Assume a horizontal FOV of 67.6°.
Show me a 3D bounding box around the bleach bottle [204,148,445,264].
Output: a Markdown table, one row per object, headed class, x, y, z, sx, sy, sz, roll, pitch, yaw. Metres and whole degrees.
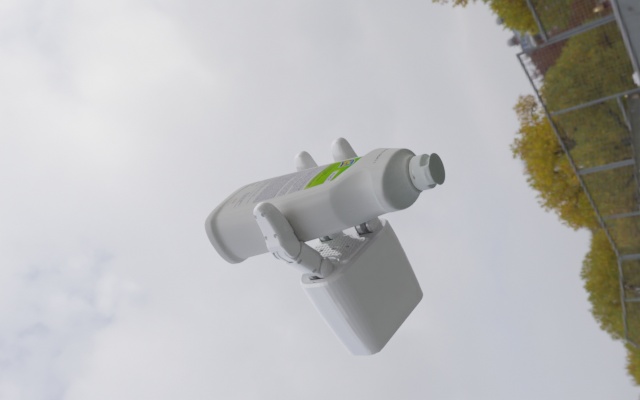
| class | x | y | z | sx | sy | sz | roll | pitch | yaw |
| --- | --- | --- | --- | --- | --- | --- | --- | --- | --- |
| bleach bottle | 0.000 | 0.001 | 0.474 | 0.251 | 0.068 | 0.102 | -14 | 25 | 39 |
